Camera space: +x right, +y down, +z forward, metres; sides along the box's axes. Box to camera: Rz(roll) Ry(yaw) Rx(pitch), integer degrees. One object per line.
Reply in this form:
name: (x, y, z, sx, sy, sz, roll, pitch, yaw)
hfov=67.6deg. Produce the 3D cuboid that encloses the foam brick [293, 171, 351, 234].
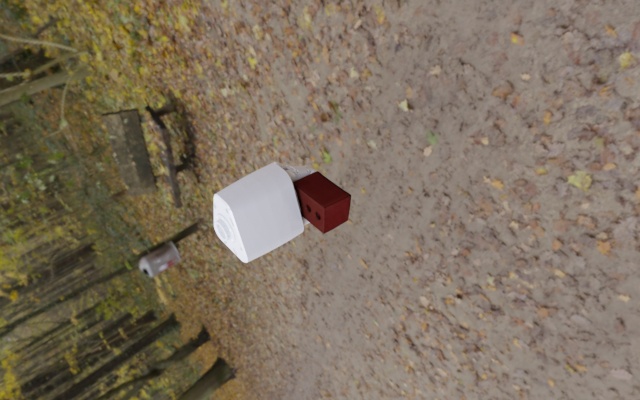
foam brick: (0.000, 0.002, 0.718, 0.051, 0.053, 0.078, -27, 47, -32)
